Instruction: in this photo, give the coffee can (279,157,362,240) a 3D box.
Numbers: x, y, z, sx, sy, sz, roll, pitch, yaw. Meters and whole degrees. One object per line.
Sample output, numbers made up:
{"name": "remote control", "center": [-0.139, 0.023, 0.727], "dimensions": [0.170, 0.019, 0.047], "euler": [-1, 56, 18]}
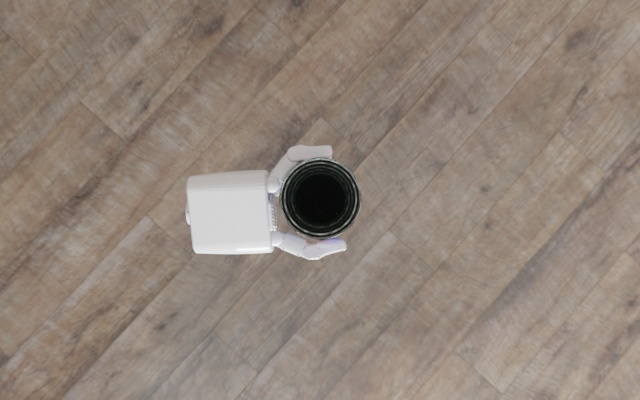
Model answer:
{"name": "coffee can", "center": [0.000, 0.002, 0.657], "dimensions": [0.103, 0.103, 0.140], "euler": [0, -4, 0]}
